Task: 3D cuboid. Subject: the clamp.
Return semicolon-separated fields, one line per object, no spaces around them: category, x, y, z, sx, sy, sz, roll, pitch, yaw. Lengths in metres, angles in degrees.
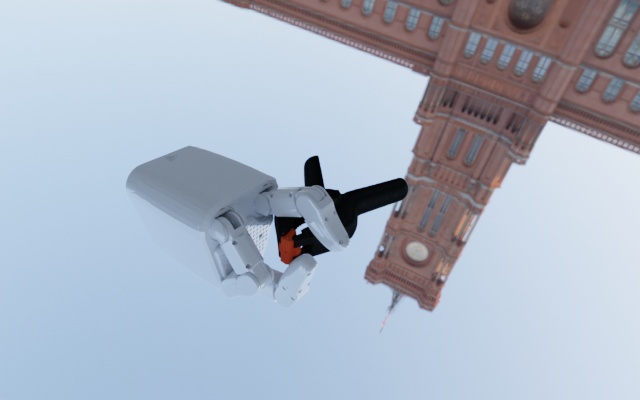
clamp;0.000;0.002;0.480;0.120;0.039;0.171;17;32;31
